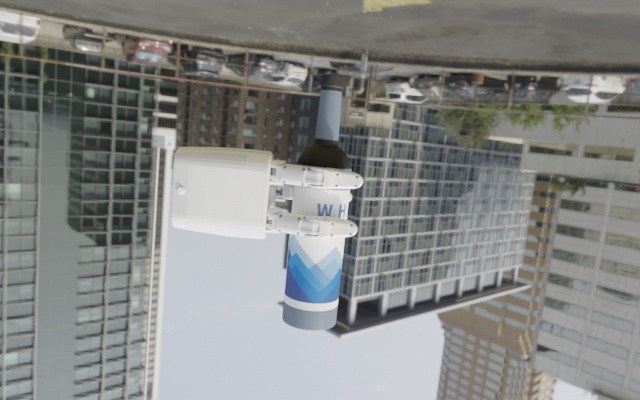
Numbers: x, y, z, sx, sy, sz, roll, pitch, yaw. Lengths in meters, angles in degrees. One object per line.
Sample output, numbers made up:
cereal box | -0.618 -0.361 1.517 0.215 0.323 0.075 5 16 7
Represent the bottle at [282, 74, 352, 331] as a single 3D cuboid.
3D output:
bottle | 0.000 0.002 0.568 0.069 0.296 0.069 5 7 -1
